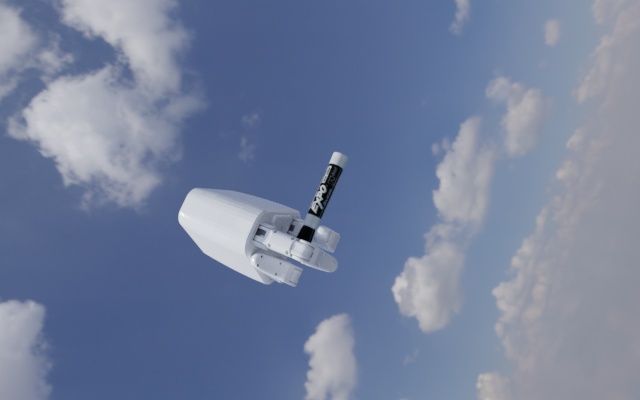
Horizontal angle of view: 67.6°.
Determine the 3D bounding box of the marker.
[{"bbox_3d":[0.000,0.002,0.544,0.020,0.121,0.020,23,-11,5],"label":"marker"}]
